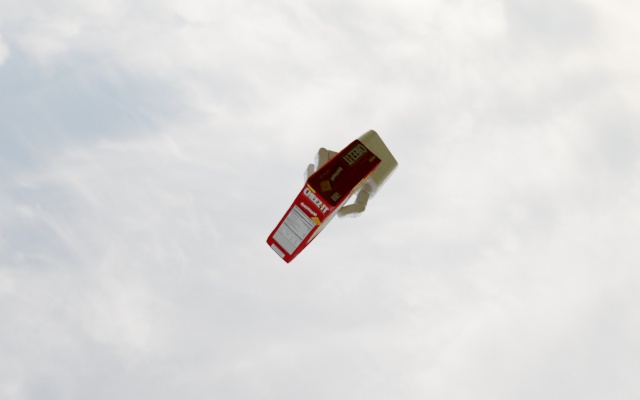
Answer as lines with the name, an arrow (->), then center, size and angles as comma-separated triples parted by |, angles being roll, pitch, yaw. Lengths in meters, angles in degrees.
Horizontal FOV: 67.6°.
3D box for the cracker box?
cracker box -> 0.000, 0.003, 0.884 | 0.164, 0.072, 0.214 | -44, -6, -41
